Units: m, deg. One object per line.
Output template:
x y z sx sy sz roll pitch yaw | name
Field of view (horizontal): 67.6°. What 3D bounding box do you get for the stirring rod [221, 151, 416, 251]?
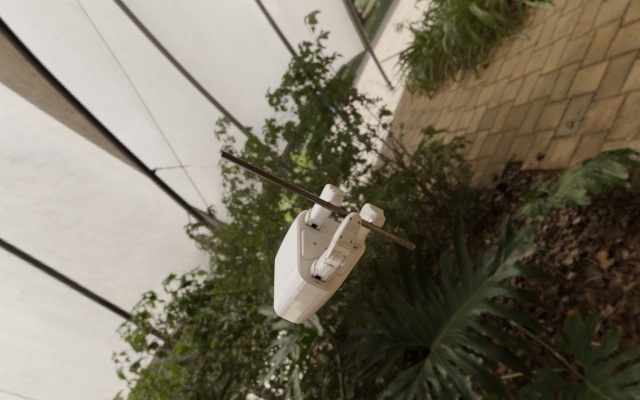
0.000 0.002 0.535 0.239 0.011 0.011 26 -3 -7 | stirring rod
